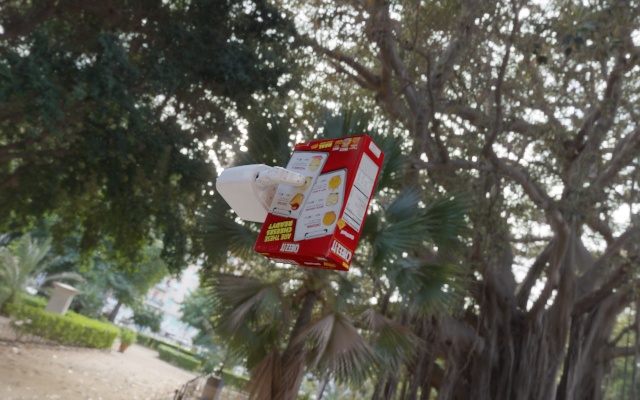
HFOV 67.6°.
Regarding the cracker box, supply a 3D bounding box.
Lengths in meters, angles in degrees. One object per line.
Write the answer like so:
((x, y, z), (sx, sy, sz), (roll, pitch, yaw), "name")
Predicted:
((0.000, 0.002, 0.793), (0.164, 0.213, 0.072), (0, -28, 42), "cracker box")
